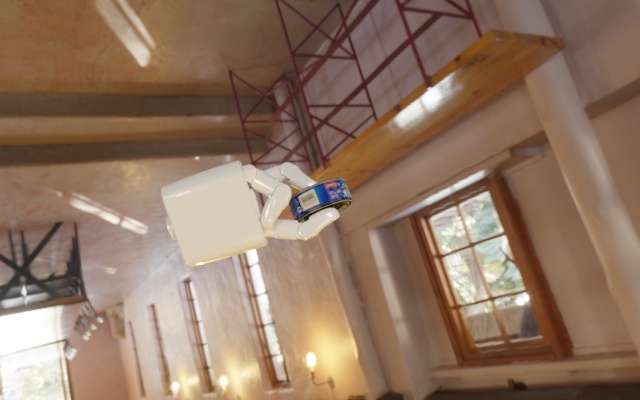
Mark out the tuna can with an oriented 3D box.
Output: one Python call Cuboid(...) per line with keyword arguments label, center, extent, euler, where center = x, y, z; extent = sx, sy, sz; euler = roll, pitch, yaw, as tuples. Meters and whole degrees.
Cuboid(label="tuna can", center=(0.000, 0.003, 0.661), extent=(0.086, 0.033, 0.086), euler=(-21, -12, -5))
